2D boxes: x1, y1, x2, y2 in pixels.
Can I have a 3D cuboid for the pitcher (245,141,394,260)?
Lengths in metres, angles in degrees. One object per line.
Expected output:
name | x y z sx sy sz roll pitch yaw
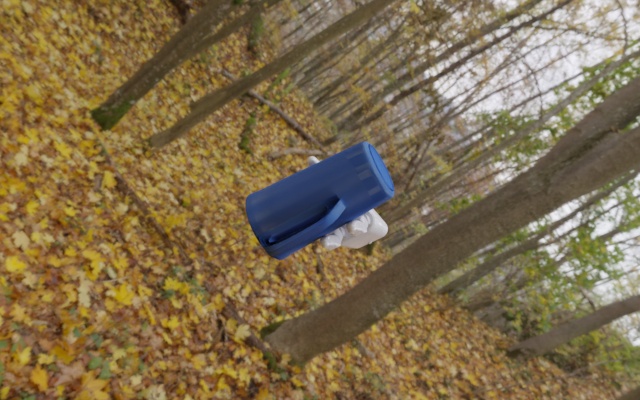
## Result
pitcher | 0.000 0.003 0.828 0.243 0.149 0.145 -27 -23 17
